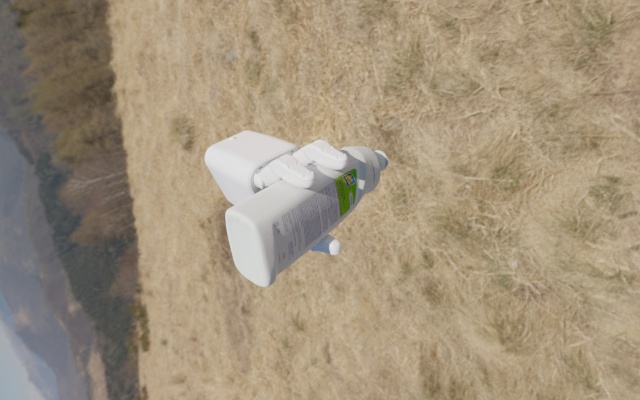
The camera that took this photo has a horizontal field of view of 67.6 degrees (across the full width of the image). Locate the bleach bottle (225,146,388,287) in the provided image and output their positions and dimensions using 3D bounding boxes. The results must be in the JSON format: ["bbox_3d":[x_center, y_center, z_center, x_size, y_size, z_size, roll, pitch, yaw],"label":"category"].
[{"bbox_3d":[0.000,0.002,0.613,0.068,0.103,0.250,24,42,38],"label":"bleach bottle"}]
